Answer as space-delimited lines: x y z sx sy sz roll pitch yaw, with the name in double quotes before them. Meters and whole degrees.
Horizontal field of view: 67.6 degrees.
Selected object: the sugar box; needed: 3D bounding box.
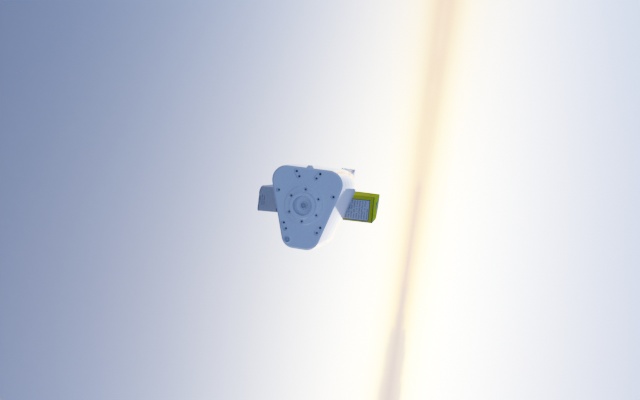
"sugar box" 0.000 0.002 0.745 0.176 0.048 0.093 8 5 11
